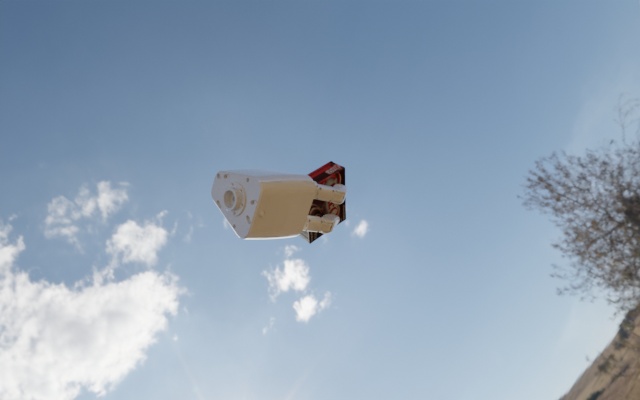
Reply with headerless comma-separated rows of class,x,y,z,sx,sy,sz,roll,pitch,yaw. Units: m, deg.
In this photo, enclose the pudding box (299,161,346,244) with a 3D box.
pudding box,0.000,0.003,0.795,0.090,0.114,0.039,-32,47,-32
